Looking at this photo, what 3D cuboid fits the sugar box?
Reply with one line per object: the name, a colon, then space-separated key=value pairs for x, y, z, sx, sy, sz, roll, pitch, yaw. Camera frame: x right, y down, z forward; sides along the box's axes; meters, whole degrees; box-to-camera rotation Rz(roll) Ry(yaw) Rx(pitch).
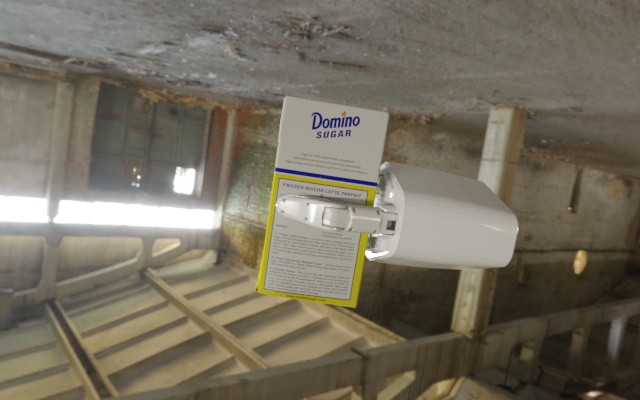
sugar box: x=0.000 y=0.001 z=0.431 sx=0.093 sy=0.176 sz=0.048 roll=9 pitch=5 yaw=-5
